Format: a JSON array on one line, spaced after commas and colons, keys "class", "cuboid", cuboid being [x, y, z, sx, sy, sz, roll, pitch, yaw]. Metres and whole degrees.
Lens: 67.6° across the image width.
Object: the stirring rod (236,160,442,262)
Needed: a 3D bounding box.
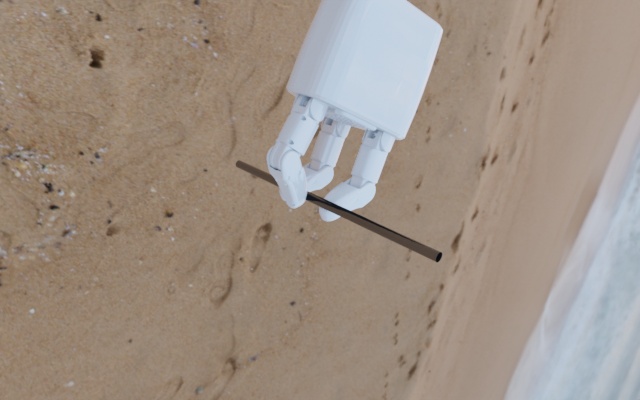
[{"class": "stirring rod", "cuboid": [0.000, 0.001, 0.415, 0.239, 0.011, 0.011, 25, 16, 39]}]
